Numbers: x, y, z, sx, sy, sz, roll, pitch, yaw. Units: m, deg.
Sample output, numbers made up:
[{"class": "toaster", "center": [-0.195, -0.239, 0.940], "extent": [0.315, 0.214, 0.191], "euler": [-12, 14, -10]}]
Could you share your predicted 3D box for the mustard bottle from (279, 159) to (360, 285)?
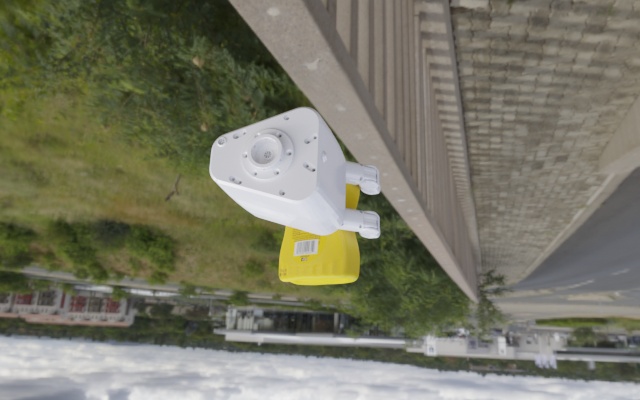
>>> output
[{"class": "mustard bottle", "center": [0.000, 0.002, 0.572], "extent": [0.096, 0.191, 0.058], "euler": [-10, -21, 35]}]
